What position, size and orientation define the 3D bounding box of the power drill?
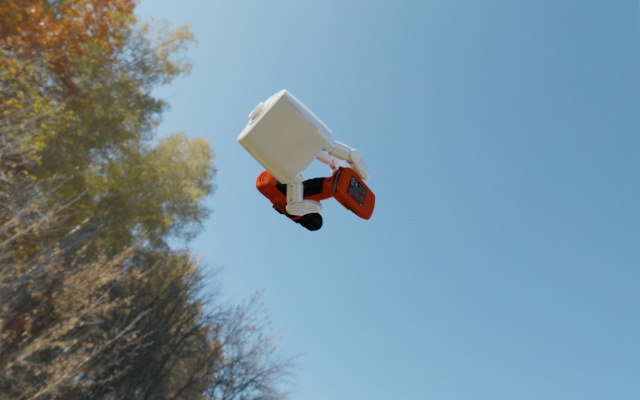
[{"bbox_3d":[0.000,0.003,0.859,0.187,0.057,0.184,-5,-32,36],"label":"power drill"}]
